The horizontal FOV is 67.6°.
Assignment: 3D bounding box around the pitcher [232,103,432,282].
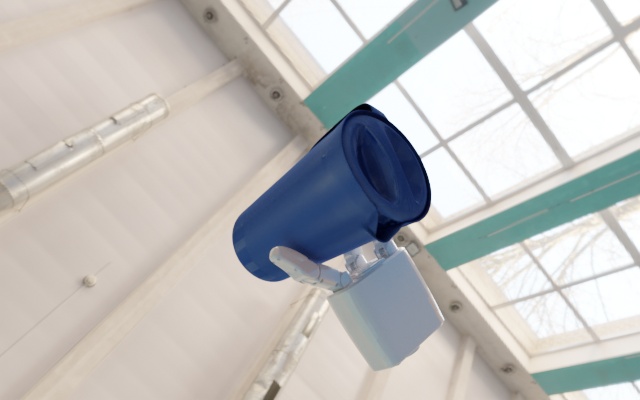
[{"bbox_3d":[0.000,0.002,0.574,0.243,0.145,0.149,-33,0,40],"label":"pitcher"}]
